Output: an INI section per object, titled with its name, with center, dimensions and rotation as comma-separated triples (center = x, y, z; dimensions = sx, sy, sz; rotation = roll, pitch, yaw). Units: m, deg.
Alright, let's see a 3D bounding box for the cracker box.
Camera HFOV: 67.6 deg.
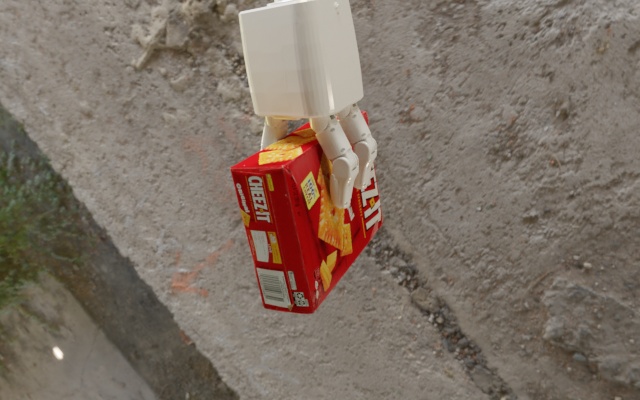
[cracker box]
center = 0.000, 0.002, 0.552
dimensions = 0.072, 0.164, 0.213
rotation = 2, 24, 28
